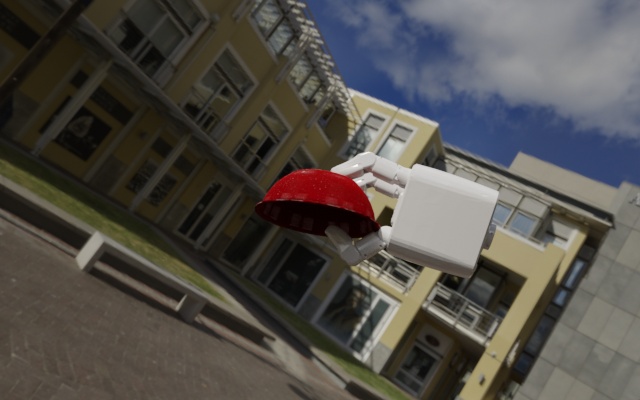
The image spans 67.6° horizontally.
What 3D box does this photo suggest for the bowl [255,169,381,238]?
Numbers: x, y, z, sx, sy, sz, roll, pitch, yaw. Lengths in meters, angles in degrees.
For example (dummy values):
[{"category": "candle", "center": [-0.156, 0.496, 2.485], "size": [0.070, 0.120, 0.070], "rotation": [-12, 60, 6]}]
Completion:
[{"category": "bowl", "center": [-0.001, 0.001, 0.612], "size": [0.162, 0.055, 0.162], "rotation": [8, -17, 3]}]
